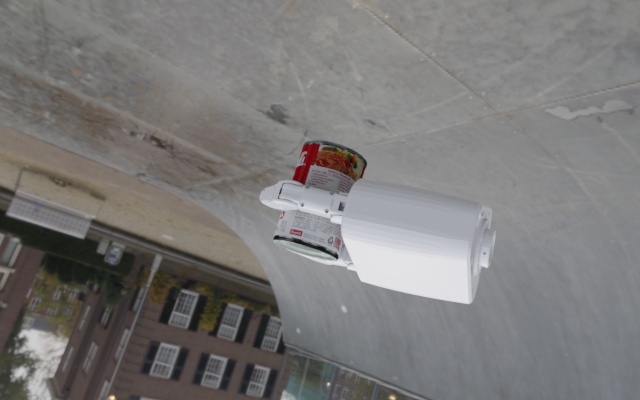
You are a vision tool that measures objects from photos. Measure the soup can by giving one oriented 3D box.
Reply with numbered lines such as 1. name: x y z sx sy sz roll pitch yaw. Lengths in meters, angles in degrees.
1. soup can: -0.001 0.002 0.469 0.068 0.102 0.068 16 -14 4
